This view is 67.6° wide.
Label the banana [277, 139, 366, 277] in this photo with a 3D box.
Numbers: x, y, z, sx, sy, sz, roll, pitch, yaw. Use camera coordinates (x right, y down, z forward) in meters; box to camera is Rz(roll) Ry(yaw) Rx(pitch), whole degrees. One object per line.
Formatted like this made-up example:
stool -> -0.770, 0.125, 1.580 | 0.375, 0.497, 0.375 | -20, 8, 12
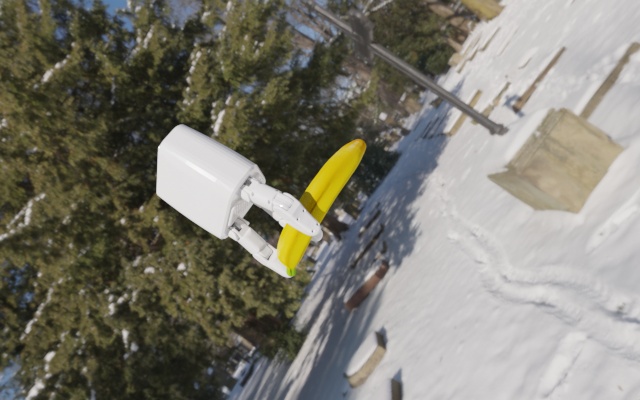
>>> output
banana -> -0.004, 0.004, 0.585 | 0.037, 0.198, 0.069 | 31, 1, 8
